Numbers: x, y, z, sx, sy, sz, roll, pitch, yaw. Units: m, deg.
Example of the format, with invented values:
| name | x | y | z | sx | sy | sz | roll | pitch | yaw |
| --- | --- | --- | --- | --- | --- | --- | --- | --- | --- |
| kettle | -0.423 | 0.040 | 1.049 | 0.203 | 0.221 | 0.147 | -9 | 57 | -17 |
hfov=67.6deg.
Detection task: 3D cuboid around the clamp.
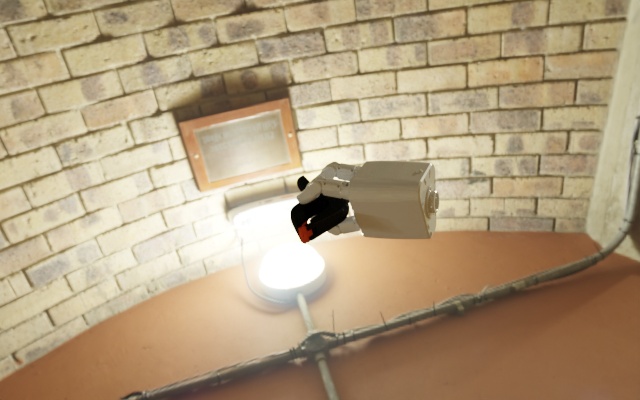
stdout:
| name | x | y | z | sx | sy | sz | roll | pitch | yaw |
| --- | --- | --- | --- | --- | --- | --- | --- | --- | --- |
| clamp | 0.000 | 0.004 | 0.773 | 0.164 | 0.036 | 0.210 | -1 | 27 | 29 |
